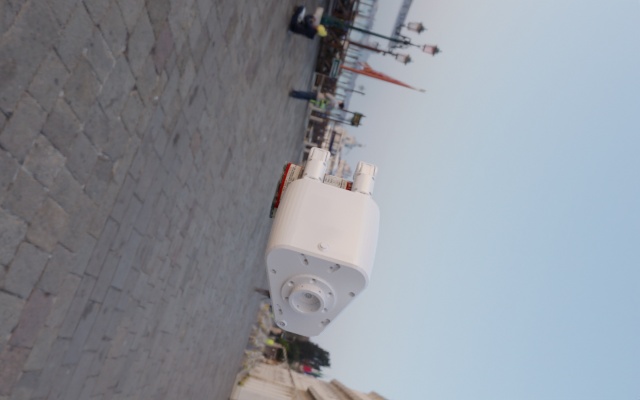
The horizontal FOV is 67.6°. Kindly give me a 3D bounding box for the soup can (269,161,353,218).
[{"bbox_3d":[0.000,0.002,0.546,0.102,0.068,0.068,16,0,-1],"label":"soup can"}]
